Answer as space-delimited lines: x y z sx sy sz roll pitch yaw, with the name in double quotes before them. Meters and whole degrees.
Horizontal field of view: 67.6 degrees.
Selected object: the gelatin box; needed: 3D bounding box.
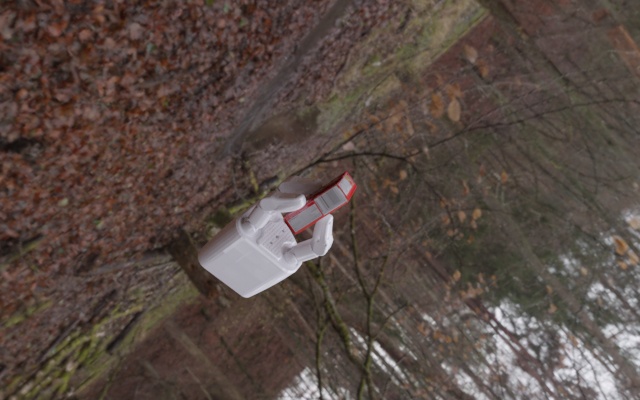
"gelatin box" 0.001 0.002 0.633 0.089 0.030 0.073 -33 6 20
